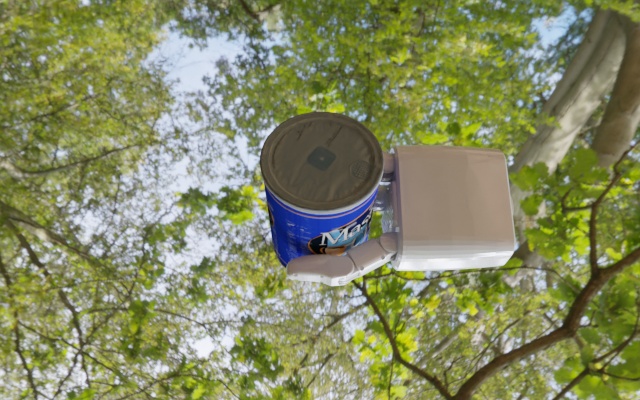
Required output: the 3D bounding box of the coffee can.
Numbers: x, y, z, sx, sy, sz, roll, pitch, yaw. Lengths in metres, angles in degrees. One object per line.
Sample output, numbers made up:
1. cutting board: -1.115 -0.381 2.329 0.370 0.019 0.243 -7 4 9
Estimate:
1. coffee can: 0.000 0.001 0.451 0.103 0.102 0.140 0 -32 -1
